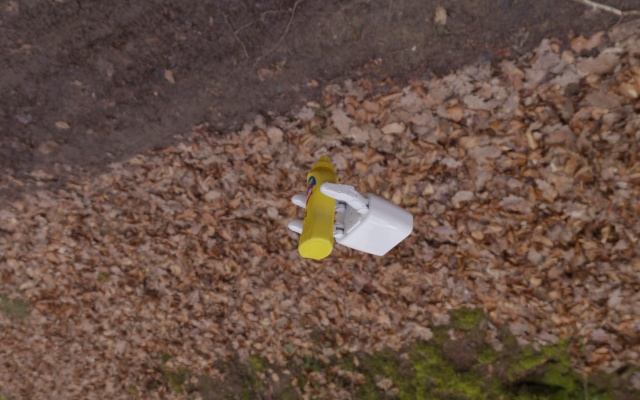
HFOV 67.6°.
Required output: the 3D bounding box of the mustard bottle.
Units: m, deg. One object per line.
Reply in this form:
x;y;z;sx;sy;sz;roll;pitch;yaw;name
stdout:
0.000;0.003;0.866;0.058;0.191;0.096;10;-28;-7;mustard bottle
